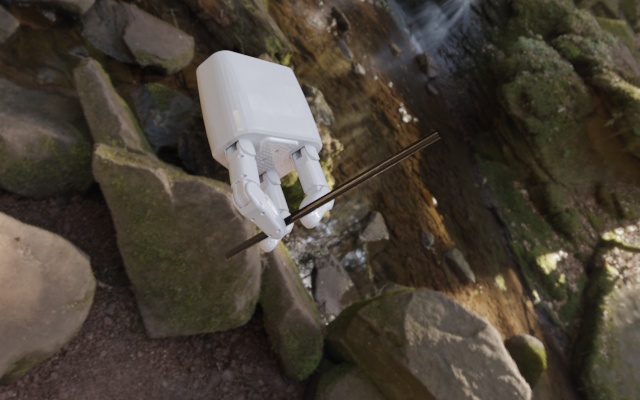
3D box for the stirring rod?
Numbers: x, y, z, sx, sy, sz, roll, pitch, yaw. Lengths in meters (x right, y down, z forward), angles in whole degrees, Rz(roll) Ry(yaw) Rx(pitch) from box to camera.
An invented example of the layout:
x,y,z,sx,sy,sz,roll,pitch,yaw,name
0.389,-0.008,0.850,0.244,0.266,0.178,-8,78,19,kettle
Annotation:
x,y,z,sx,sy,sz,roll,pitch,yaw,name
0.000,0.001,0.431,0.239,0.011,0.011,-30,-14,26,stirring rod
